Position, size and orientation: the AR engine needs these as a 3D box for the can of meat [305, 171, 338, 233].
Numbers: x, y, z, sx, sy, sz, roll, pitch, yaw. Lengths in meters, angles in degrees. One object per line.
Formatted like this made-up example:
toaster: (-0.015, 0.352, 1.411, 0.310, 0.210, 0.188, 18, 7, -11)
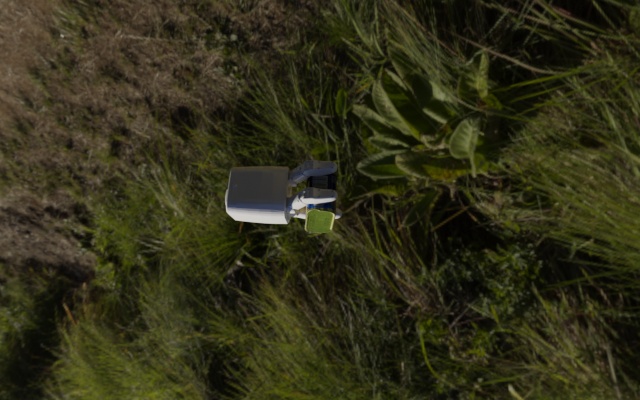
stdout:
can of meat: (0.000, 0.003, 0.871, 0.057, 0.084, 0.102, 4, -28, -2)
